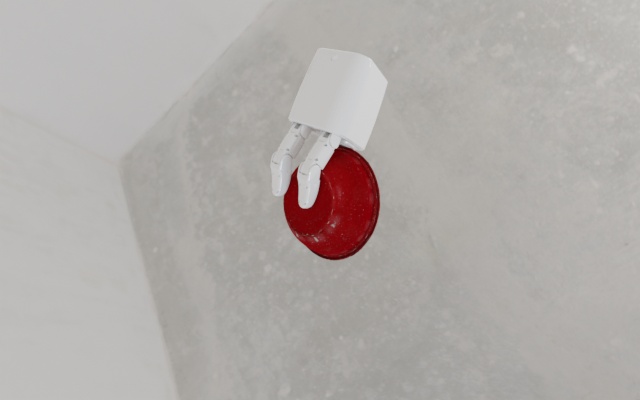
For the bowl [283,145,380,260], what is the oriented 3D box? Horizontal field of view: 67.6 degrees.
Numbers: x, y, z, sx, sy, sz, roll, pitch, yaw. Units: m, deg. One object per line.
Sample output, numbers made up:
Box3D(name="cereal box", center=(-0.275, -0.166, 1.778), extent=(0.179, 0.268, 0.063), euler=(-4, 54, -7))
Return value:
Box3D(name="bowl", center=(0.000, 0.003, 0.651), extent=(0.162, 0.162, 0.055), euler=(0, -1, 41))
